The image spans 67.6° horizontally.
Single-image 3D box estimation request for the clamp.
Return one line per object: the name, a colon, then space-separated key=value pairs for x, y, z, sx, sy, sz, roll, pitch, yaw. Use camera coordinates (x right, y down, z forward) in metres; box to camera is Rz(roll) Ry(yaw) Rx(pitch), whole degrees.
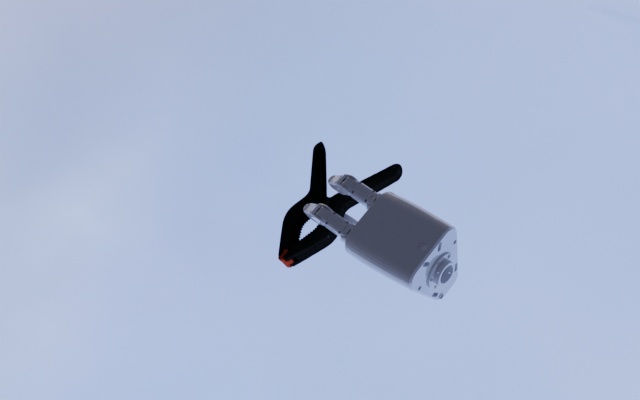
clamp: x=0.000 y=0.003 z=0.706 sx=0.164 sy=0.210 sz=0.036 roll=30 pitch=-15 yaw=42
